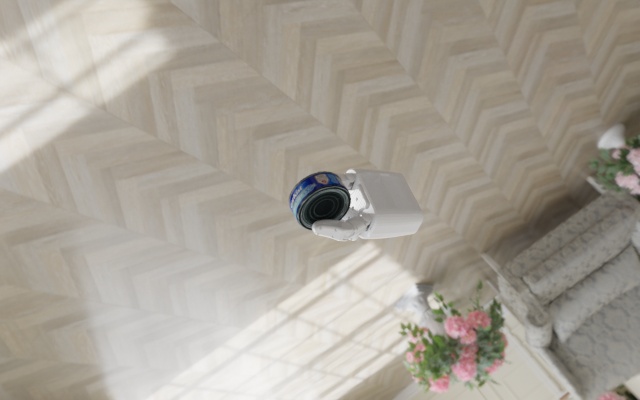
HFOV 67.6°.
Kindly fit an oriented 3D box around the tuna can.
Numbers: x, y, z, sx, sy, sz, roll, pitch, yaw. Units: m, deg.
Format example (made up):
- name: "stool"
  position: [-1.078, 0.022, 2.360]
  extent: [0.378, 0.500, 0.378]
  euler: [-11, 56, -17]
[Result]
- name: "tuna can"
  position: [0.000, 0.003, 0.682]
  extent: [0.086, 0.086, 0.033]
  euler: [0, 40, -30]
